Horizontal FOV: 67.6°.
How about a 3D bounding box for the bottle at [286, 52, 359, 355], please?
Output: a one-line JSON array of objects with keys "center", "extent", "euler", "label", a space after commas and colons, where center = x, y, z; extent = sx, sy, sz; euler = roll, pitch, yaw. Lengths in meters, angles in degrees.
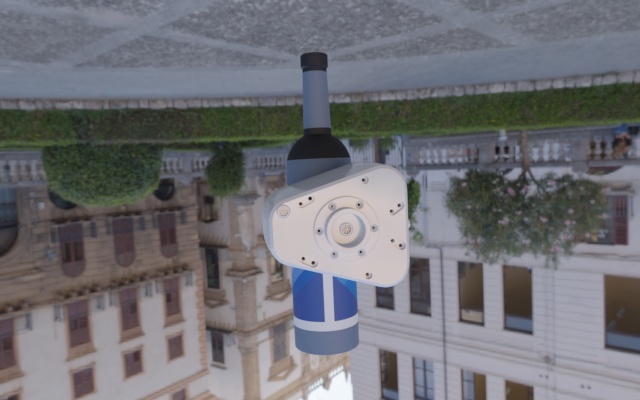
[{"center": [0.000, 0.002, 0.486], "extent": [0.069, 0.296, 0.069], "euler": [-3, 4, 0], "label": "bottle"}]
